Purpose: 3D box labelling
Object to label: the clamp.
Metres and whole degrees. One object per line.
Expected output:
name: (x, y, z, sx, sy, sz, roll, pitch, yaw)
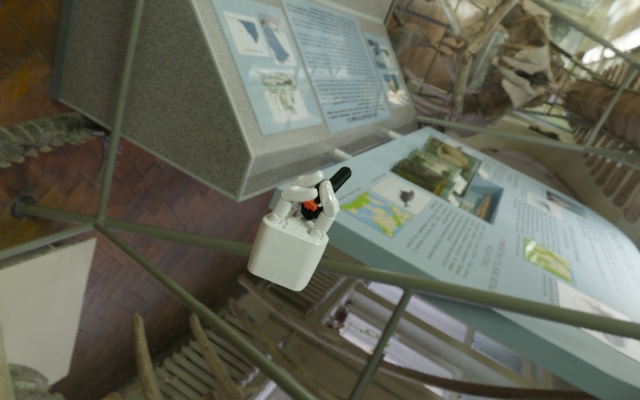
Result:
clamp: (0.001, 0.003, 0.870, 0.039, 0.120, 0.171, 29, 23, 15)
